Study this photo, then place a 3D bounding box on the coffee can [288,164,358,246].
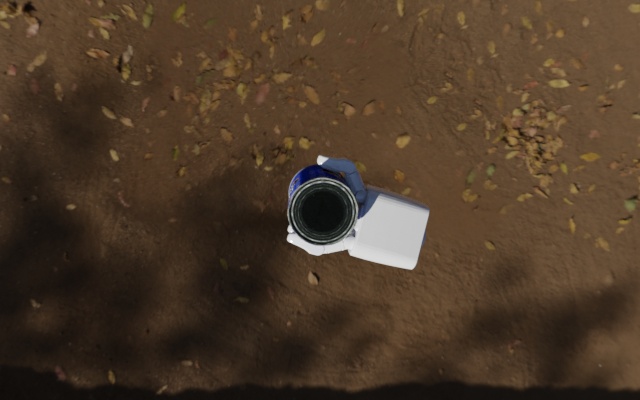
[{"bbox_3d":[0.000,0.002,0.754,0.103,0.103,0.140,0,12,-3],"label":"coffee can"}]
